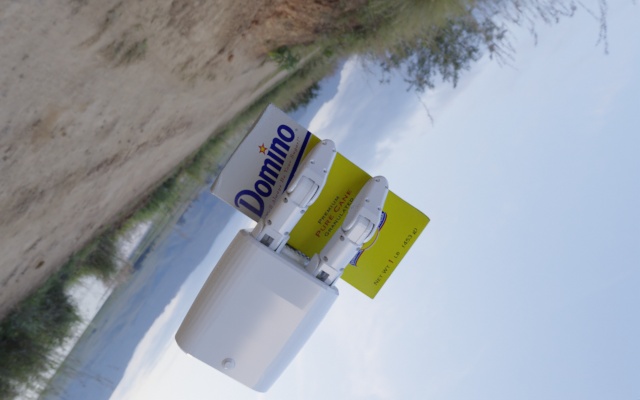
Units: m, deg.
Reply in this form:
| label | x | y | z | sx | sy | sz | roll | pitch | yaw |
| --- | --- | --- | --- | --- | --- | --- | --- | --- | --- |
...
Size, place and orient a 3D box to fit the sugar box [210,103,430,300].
| label | x | y | z | sx | sy | sz | roll | pitch | yaw |
| --- | --- | --- | --- | --- | --- | --- | --- | --- | --- |
| sugar box | 0.000 | 0.002 | 0.428 | 0.176 | 0.093 | 0.048 | 34 | 3 | -13 |
